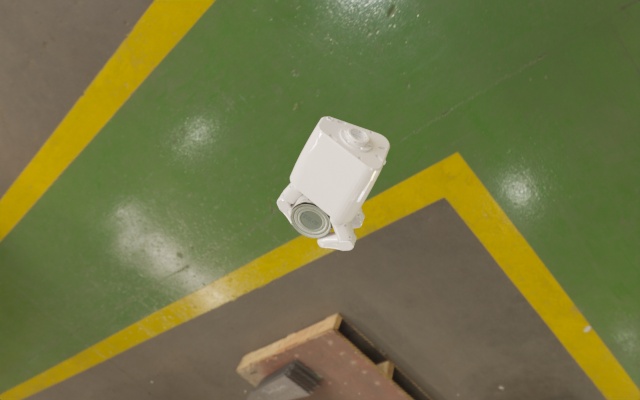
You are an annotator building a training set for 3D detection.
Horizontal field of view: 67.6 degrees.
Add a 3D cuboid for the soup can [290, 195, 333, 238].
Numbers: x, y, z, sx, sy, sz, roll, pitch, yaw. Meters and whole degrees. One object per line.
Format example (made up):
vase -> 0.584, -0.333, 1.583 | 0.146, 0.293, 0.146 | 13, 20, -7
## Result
soup can -> 0.000, 0.003, 0.750 | 0.068, 0.068, 0.102 | 0, 35, 21
